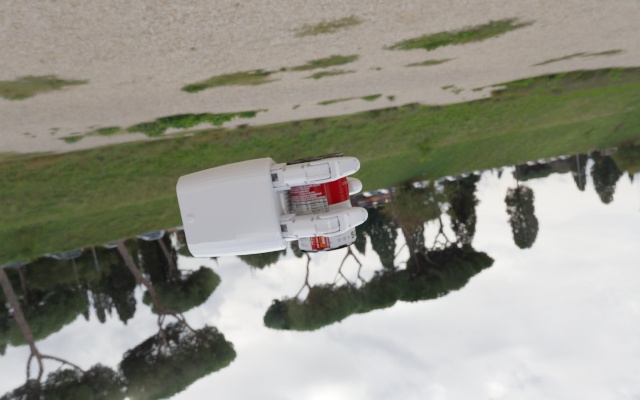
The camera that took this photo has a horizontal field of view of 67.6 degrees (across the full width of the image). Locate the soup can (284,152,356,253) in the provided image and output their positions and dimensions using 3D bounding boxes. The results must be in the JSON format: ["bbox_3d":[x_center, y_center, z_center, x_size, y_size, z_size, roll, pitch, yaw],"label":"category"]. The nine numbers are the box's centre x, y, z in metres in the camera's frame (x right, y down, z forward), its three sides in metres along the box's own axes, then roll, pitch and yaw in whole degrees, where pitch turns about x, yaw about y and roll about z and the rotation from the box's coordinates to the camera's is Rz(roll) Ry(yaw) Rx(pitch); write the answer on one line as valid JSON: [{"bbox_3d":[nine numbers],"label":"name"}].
[{"bbox_3d":[0.001,0.002,0.537,0.068,0.102,0.068,-10,7,1],"label":"soup can"}]
